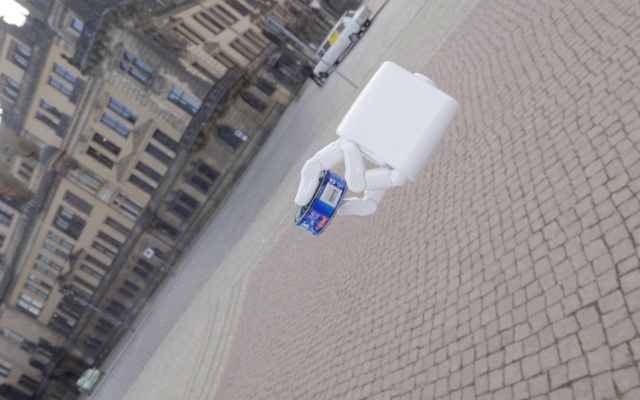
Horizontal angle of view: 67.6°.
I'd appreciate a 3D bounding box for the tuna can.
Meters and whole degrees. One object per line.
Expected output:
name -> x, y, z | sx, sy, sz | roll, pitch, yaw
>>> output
tuna can -> 0.000, 0.002, 0.628 | 0.034, 0.086, 0.086 | 29, -6, -10
